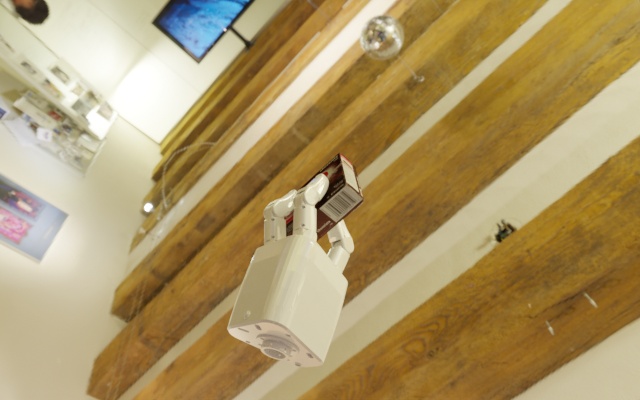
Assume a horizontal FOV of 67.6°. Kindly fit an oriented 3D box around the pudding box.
[{"bbox_3d":[0.000,0.002,0.621,0.113,0.039,0.090,-39,27,18],"label":"pudding box"}]
